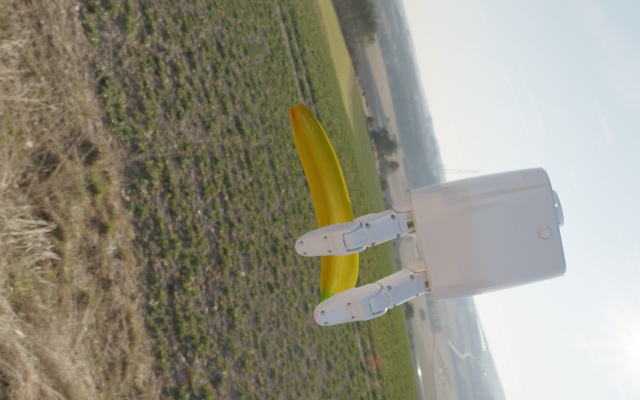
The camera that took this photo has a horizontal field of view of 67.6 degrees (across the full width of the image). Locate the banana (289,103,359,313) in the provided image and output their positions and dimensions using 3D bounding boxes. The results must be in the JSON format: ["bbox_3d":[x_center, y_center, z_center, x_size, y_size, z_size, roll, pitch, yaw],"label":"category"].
[{"bbox_3d":[0.007,0.007,0.452,0.037,0.197,0.069,-13,-12,18],"label":"banana"}]
